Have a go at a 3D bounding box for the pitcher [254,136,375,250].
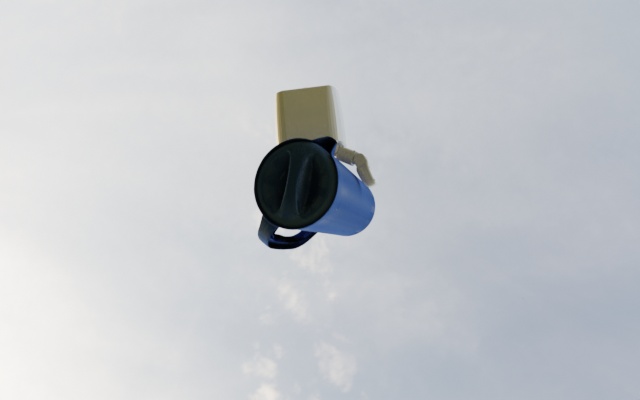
[{"bbox_3d":[0.000,0.002,0.780,0.149,0.145,0.243,-12,-14,20],"label":"pitcher"}]
